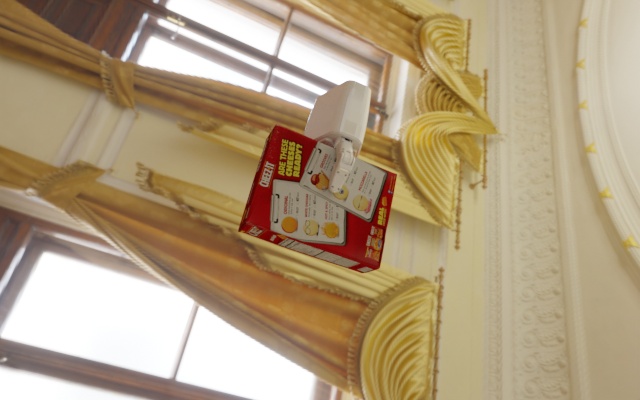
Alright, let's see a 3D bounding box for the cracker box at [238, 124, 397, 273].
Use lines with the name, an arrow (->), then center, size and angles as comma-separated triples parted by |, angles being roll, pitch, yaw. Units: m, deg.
cracker box -> 0.000, 0.002, 0.737 | 0.214, 0.164, 0.072 | 20, -23, -15
